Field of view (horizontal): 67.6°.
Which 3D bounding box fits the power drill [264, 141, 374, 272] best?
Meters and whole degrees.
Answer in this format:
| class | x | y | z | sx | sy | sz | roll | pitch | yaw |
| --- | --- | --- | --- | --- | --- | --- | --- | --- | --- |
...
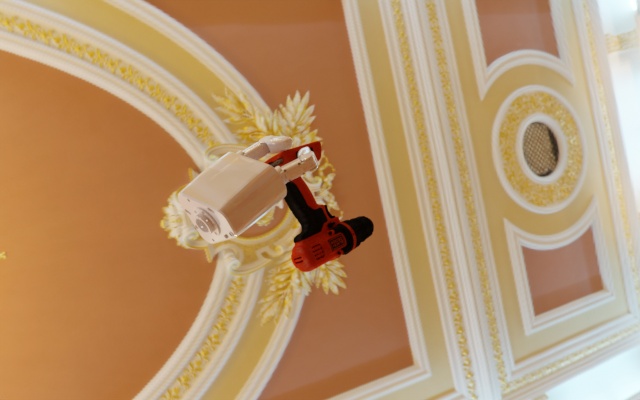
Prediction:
| class | x | y | z | sx | sy | sz | roll | pitch | yaw |
| --- | --- | --- | --- | --- | --- | --- | --- | --- | --- |
| power drill | 0.000 | 0.002 | 0.764 | 0.057 | 0.187 | 0.184 | -26 | -3 | 42 |
